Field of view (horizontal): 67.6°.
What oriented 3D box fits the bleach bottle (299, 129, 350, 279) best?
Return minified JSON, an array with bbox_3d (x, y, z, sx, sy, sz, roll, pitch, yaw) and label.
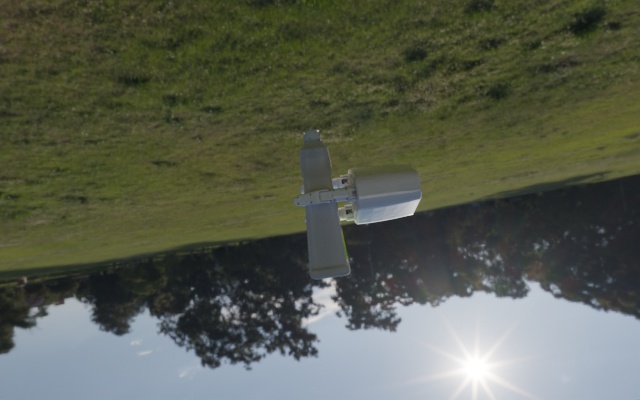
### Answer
[{"bbox_3d":[0.000,0.003,0.815,0.068,0.251,0.102,-8,-4,-1],"label":"bleach bottle"}]
